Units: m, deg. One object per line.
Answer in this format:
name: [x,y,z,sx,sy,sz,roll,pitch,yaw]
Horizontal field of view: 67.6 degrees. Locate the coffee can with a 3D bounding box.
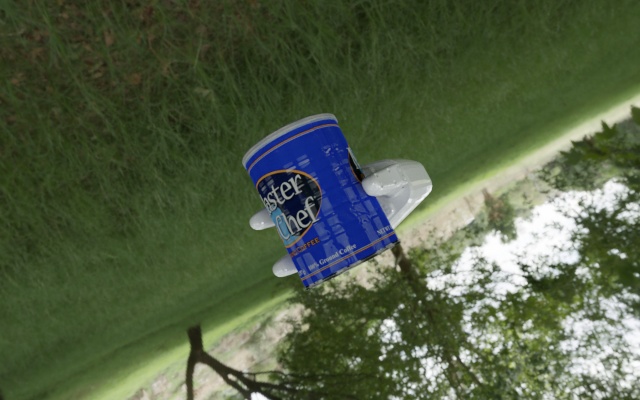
coffee can: [0.000,0.001,0.466,0.103,0.140,0.103,-27,-7,-4]
